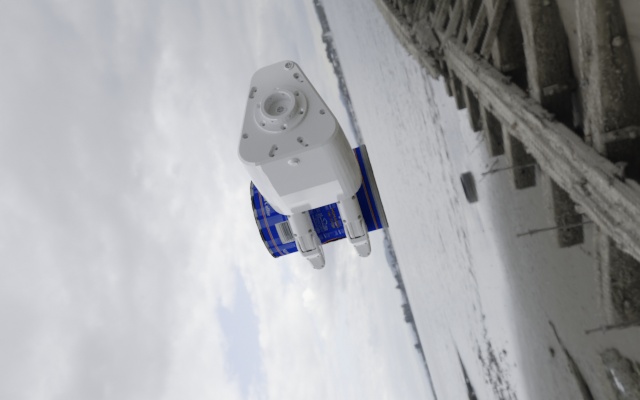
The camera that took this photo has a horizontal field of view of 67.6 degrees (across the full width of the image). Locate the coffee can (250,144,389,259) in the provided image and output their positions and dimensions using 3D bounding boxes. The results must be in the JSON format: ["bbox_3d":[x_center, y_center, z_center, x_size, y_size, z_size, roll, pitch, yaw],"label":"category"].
[{"bbox_3d":[0.000,0.002,0.570,0.140,0.103,0.103,-16,-2,7],"label":"coffee can"}]
